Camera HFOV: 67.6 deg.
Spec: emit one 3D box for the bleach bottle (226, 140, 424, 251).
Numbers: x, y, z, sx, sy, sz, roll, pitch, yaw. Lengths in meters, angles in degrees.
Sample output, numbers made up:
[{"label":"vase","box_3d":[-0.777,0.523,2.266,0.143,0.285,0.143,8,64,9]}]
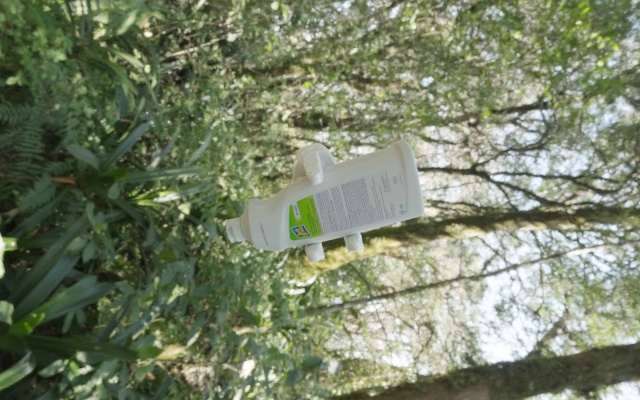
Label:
[{"label":"bleach bottle","box_3d":[0.000,0.002,0.618,0.251,0.102,0.068,-14,16,1]}]
